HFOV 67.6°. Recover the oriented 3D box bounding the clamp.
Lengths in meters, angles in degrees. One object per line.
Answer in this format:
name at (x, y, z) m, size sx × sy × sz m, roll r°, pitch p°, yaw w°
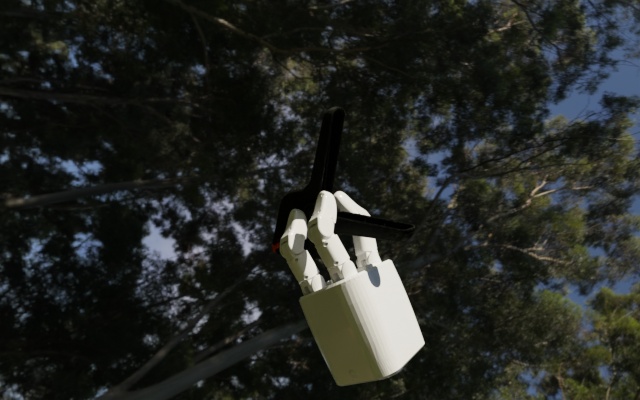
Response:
clamp at (0.000, 0.002, 0.568) m, size 0.036 × 0.164 × 0.210 m, roll -16°, pitch -12°, yaw -44°
